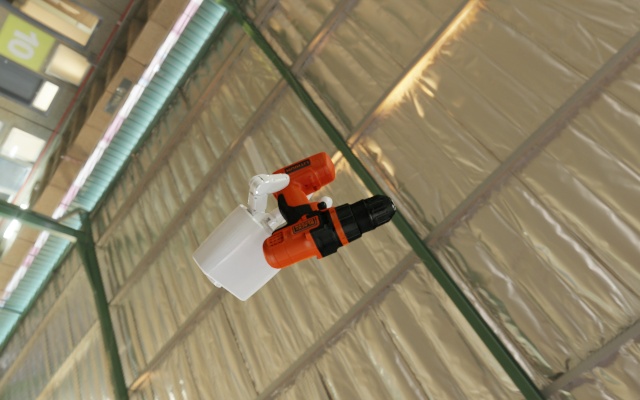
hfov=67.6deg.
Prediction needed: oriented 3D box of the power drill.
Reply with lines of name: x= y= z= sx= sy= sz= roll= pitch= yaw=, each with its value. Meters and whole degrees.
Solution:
power drill: x=0.000 y=0.002 z=0.683 sx=0.184 sy=0.057 sz=0.187 roll=-21 pitch=33 yaw=3
